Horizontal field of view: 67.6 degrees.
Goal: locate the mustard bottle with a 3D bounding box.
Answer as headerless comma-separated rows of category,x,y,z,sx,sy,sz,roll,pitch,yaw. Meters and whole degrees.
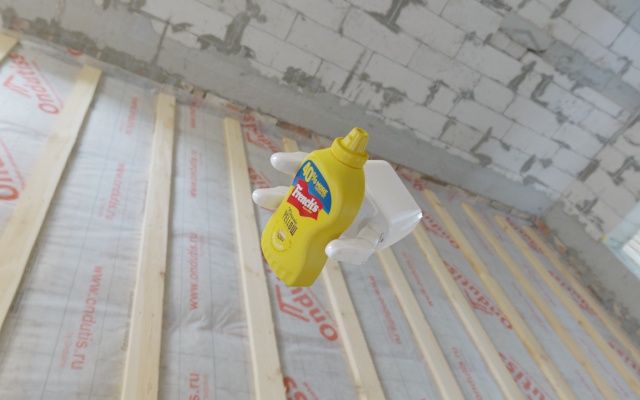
mustard bottle,0.000,0.002,0.541,0.058,0.192,0.096,9,34,-37
